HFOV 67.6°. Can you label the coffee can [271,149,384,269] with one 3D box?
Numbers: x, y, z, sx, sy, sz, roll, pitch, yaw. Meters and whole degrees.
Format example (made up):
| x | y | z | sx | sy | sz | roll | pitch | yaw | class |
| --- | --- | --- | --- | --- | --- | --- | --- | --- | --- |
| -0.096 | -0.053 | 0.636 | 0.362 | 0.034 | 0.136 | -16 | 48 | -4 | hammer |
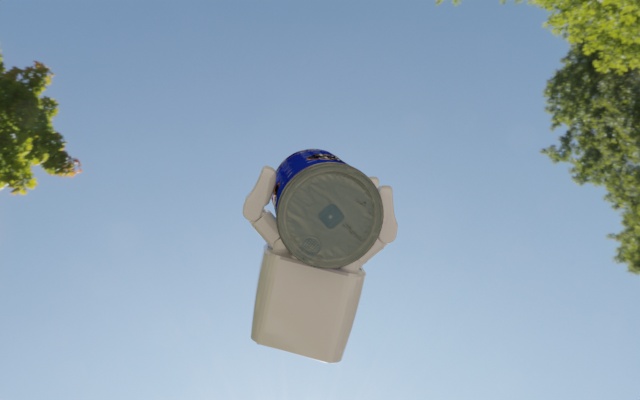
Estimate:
| x | y | z | sx | sy | sz | roll | pitch | yaw | class |
| --- | --- | --- | --- | --- | --- | --- | --- | --- | --- |
| 0.000 | 0.002 | 0.514 | 0.103 | 0.103 | 0.140 | 0 | 12 | -8 | coffee can |
